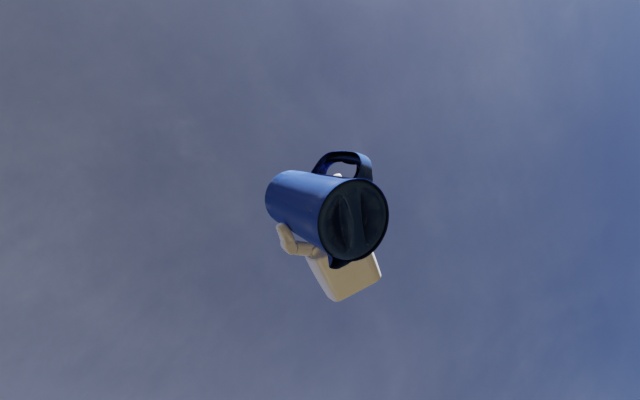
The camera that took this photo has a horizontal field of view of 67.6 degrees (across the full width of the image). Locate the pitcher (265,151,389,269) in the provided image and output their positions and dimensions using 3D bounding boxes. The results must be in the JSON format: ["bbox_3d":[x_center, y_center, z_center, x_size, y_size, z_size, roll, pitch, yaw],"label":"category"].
[{"bbox_3d":[0.000,0.003,0.833,0.149,0.145,0.243,-35,25,-20],"label":"pitcher"}]
